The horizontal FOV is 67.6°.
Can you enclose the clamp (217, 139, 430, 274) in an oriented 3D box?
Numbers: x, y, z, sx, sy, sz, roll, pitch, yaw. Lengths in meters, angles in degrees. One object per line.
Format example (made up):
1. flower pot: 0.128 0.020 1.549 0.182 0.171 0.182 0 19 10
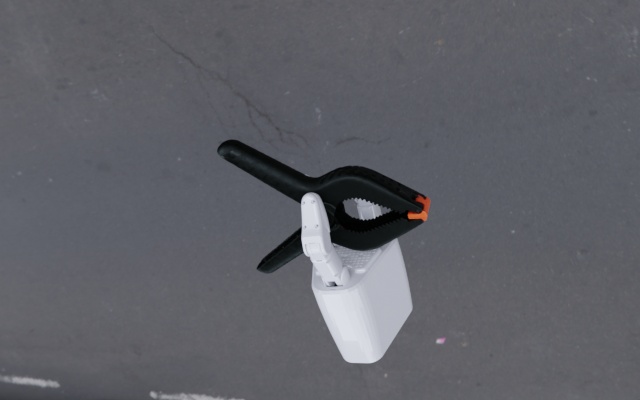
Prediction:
1. clamp: 0.000 0.002 0.479 0.210 0.165 0.036 -7 30 24
